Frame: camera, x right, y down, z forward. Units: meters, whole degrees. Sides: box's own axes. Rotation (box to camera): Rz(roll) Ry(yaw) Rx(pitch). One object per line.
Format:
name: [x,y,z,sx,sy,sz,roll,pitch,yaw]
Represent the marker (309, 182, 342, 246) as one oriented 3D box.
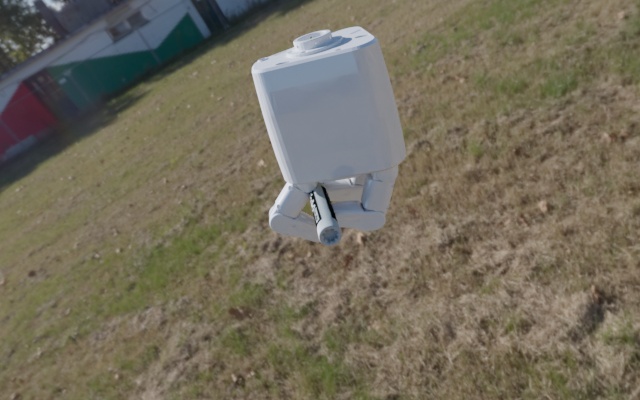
marker: [0.000,0.001,0.432,0.020,0.020,0.121,0,27,-8]
